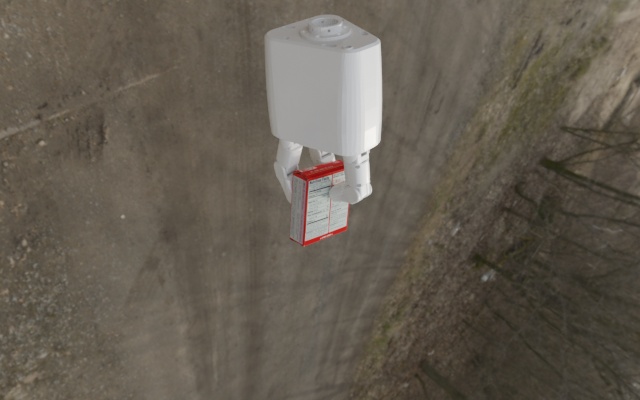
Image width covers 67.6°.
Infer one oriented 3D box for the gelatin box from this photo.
[{"bbox_3d":[0.000,0.002,0.568,0.073,0.089,0.030,-18,32,-40],"label":"gelatin box"}]
